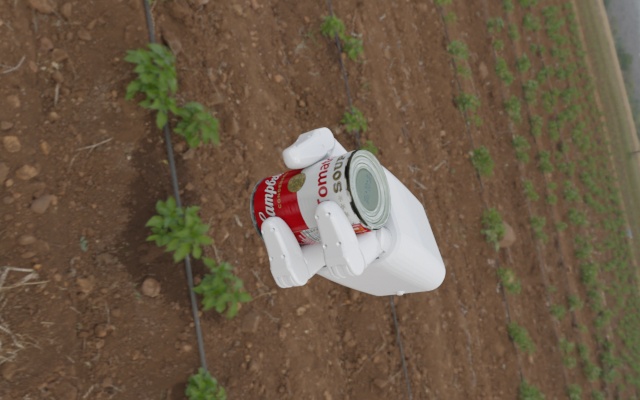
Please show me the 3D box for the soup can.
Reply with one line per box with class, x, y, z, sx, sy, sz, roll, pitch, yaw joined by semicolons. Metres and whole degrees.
soup can;0.000;0.001;0.407;0.102;0.068;0.068;-14;-8;34
